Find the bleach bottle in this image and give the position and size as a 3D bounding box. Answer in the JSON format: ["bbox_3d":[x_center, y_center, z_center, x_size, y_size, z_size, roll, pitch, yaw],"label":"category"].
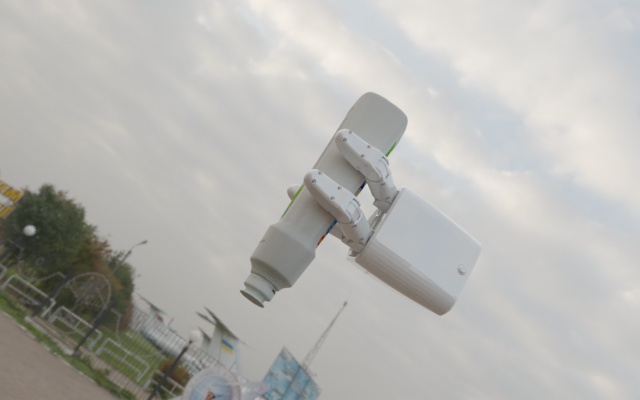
[{"bbox_3d":[0.000,0.002,0.504,0.068,0.250,0.103,35,-24,1],"label":"bleach bottle"}]
